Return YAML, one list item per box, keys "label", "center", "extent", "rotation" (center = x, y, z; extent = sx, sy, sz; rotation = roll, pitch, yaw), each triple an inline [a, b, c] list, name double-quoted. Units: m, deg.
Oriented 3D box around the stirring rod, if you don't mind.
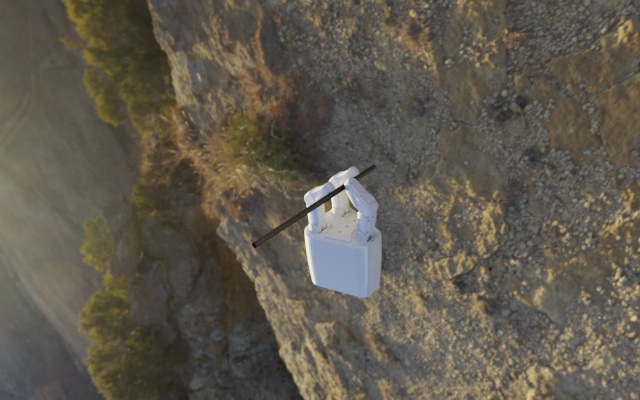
- label: "stirring rod"
  center: [0.000, 0.002, 0.652]
  extent: [0.239, 0.011, 0.011]
  rotation: [-33, 21, -36]
